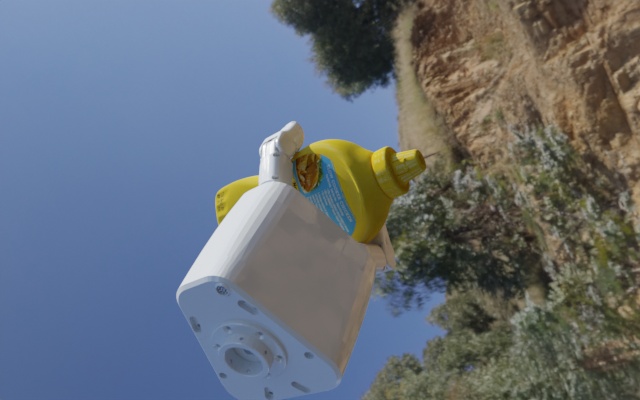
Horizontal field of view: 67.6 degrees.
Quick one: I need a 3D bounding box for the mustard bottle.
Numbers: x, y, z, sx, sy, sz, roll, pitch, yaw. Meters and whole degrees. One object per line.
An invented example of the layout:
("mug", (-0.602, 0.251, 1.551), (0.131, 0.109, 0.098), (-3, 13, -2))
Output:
("mustard bottle", (0.000, 0.001, 0.412), (0.192, 0.096, 0.058), (-23, -3, 29))
